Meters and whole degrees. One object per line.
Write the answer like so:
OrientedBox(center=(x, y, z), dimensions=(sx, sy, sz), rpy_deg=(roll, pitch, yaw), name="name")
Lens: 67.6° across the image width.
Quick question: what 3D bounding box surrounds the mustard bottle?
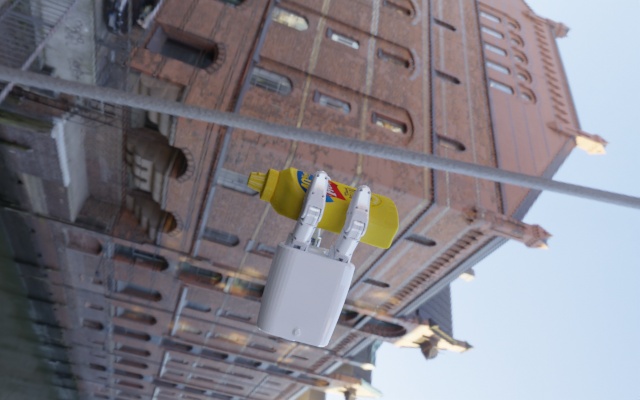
OrientedBox(center=(0.000, 0.002, 0.611), dimensions=(0.191, 0.058, 0.096), rpy_deg=(17, 24, -11), name="mustard bottle")
